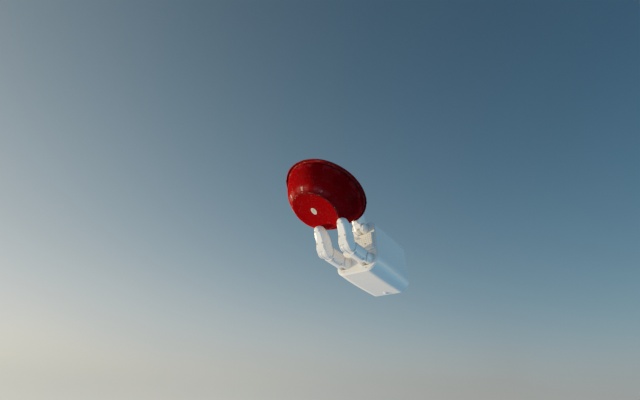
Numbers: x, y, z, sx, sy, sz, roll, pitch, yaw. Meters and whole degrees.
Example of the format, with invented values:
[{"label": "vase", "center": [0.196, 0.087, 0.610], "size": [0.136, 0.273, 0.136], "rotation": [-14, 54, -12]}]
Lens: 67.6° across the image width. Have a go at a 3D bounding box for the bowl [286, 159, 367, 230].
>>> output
[{"label": "bowl", "center": [-0.001, 0.002, 0.877], "size": [0.162, 0.162, 0.055], "rotation": [0, 41, 30]}]
